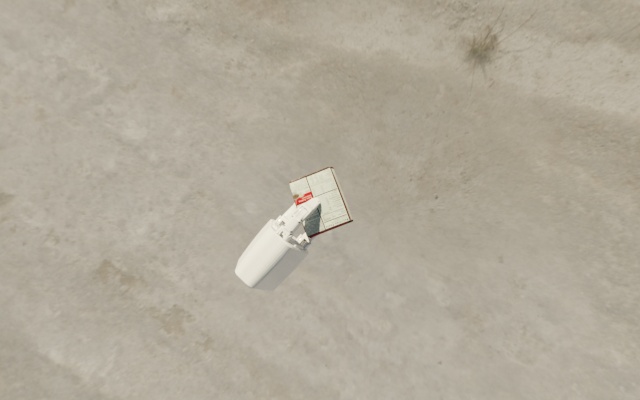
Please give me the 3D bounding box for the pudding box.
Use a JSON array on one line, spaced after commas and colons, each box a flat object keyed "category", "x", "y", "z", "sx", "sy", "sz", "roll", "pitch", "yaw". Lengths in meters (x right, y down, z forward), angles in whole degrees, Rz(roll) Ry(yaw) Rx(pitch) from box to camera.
[{"category": "pudding box", "x": 0.000, "y": 0.003, "z": 0.894, "sx": 0.090, "sy": 0.113, "sz": 0.039, "roll": -21, "pitch": -4, "yaw": 7}]
